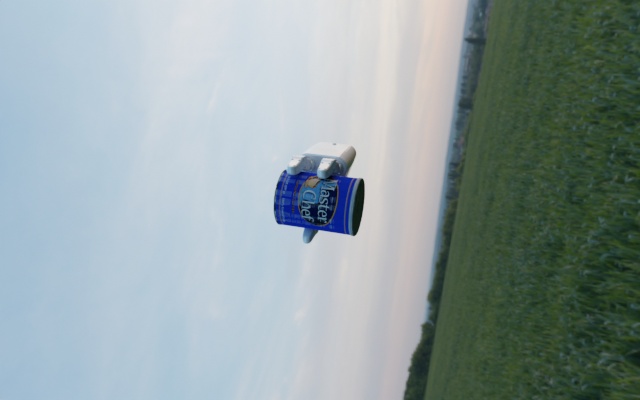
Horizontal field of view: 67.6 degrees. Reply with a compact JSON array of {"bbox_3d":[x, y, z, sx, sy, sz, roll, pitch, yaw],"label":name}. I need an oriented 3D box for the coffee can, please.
[{"bbox_3d":[0.000,0.003,0.847,0.140,0.103,0.103,8,2,14],"label":"coffee can"}]
